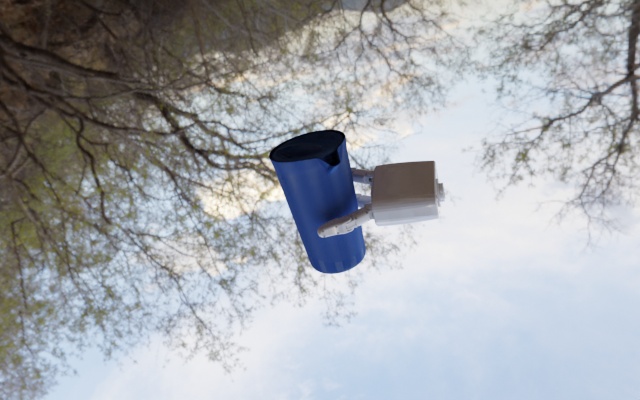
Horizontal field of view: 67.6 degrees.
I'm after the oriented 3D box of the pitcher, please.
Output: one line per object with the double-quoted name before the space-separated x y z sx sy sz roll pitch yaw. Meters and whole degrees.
"pitcher" 0.000 0.003 0.857 0.145 0.243 0.149 -8 27 16
